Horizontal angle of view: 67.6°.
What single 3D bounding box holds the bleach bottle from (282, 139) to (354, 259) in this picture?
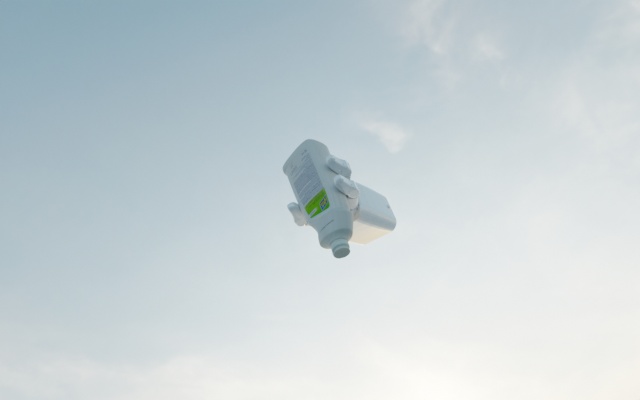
[{"bbox_3d":[0.000,0.003,0.868,0.068,0.250,0.103,18,-53,-35],"label":"bleach bottle"}]
